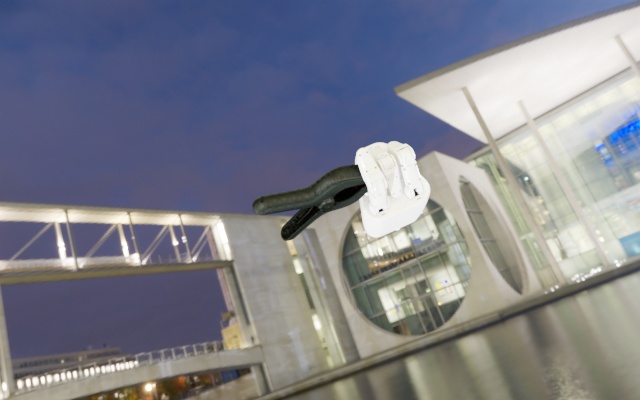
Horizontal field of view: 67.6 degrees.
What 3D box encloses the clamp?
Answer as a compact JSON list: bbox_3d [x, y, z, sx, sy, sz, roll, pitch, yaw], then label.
[{"bbox_3d":[0.000,0.002,0.654,0.171,0.039,0.120,-20,-23,-2],"label":"clamp"}]
